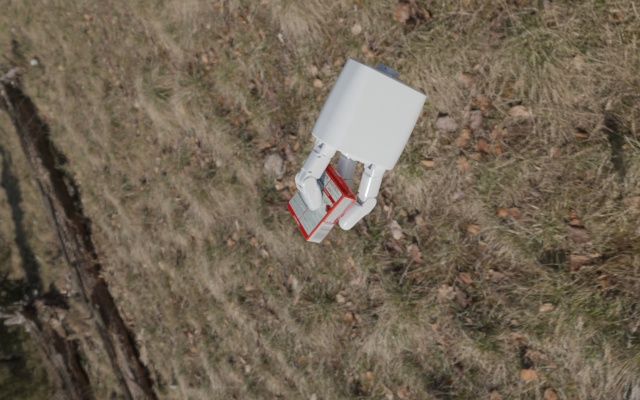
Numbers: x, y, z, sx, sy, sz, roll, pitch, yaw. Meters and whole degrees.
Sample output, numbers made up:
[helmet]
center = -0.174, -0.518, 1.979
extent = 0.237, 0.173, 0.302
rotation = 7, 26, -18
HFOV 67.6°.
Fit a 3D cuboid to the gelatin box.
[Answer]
[gelatin box]
center = 0.000, 0.002, 0.658
extent = 0.030, 0.089, 0.073
rotation = 16, 31, -45
